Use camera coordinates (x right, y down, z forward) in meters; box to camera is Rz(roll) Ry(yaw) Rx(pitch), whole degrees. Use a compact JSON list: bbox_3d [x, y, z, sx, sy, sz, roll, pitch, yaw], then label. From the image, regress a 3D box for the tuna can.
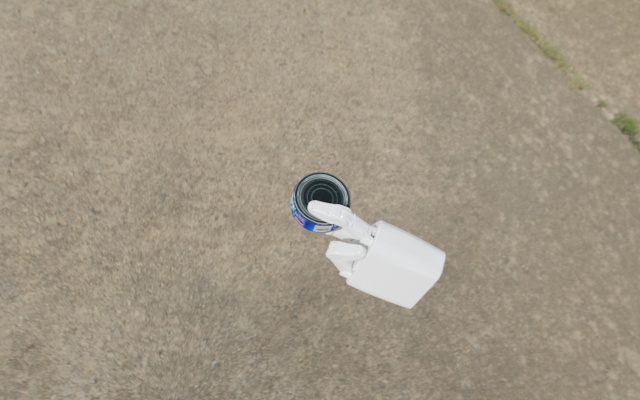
[{"bbox_3d":[0.000,0.002,0.688,0.086,0.086,0.034,0,-25,-12],"label":"tuna can"}]
